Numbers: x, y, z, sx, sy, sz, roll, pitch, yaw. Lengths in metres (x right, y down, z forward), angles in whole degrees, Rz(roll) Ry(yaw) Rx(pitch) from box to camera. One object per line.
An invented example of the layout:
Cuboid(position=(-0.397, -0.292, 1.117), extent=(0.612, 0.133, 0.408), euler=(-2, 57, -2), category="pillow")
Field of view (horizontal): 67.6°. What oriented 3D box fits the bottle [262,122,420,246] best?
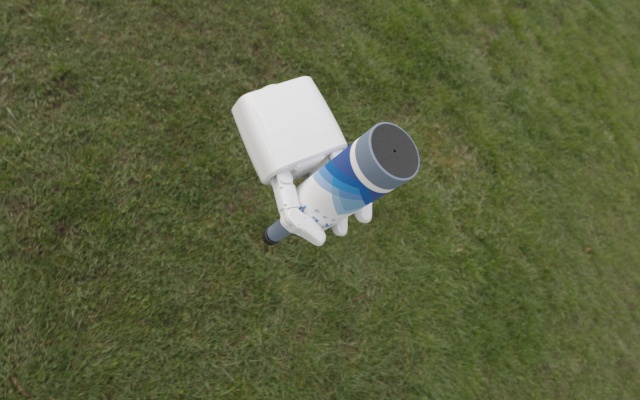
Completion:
Cuboid(position=(0.000, 0.002, 0.600), extent=(0.069, 0.069, 0.296), euler=(0, -21, -34), category="bottle")
